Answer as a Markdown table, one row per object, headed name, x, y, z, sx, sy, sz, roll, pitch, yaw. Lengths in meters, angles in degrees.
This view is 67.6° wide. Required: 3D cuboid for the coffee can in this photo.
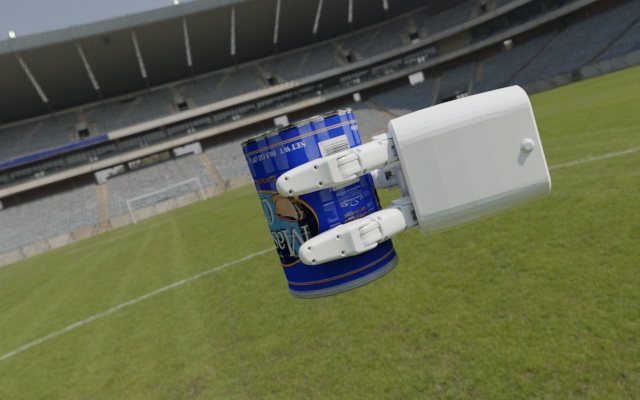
| name | x | y | z | sx | sy | sz | roll | pitch | yaw |
| --- | --- | --- | --- | --- | --- | --- | --- | --- | --- |
| coffee can | 0.000 | 0.002 | 0.424 | 0.103 | 0.140 | 0.103 | -18 | 6 | 2 |
